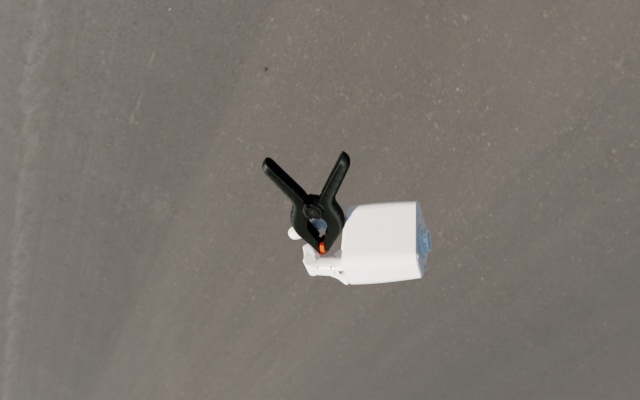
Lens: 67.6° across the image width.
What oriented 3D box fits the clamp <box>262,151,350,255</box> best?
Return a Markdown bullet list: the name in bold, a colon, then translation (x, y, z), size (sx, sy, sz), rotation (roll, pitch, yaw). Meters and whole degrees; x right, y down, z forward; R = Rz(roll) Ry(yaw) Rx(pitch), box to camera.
- **clamp**: translation (0.000, 0.003, 0.677), size (0.120, 0.172, 0.039), rotation (-7, 37, 22)
